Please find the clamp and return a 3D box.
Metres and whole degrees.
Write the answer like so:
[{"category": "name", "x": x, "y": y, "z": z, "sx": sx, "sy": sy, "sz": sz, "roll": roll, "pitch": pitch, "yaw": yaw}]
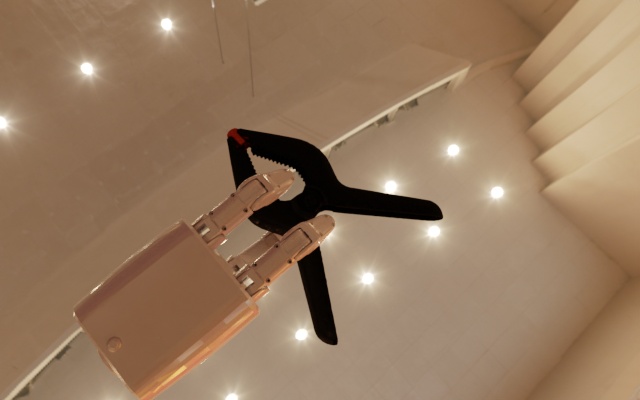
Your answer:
[{"category": "clamp", "x": -0.001, "y": 0.001, "z": 0.447, "sx": 0.164, "sy": 0.210, "sz": 0.036, "roll": -39, "pitch": -9, "yaw": -15}]
